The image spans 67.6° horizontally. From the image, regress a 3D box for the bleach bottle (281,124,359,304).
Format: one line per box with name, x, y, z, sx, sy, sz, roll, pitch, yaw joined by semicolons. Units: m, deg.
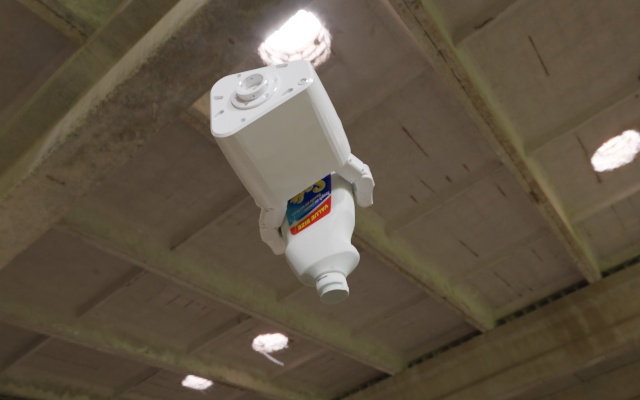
bleach bottle;0.000;0.002;0.554;0.102;0.250;0.068;-21;-43;8
